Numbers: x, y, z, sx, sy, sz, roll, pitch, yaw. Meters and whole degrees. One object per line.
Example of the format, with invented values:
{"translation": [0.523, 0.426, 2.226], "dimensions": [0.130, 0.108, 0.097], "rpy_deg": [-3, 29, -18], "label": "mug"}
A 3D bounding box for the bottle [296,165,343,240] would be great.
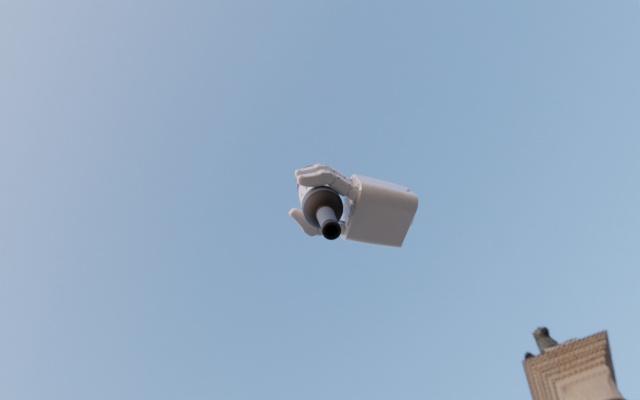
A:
{"translation": [0.000, 0.003, 0.805], "dimensions": [0.069, 0.069, 0.295], "rpy_deg": [0, 16, -6], "label": "bottle"}
